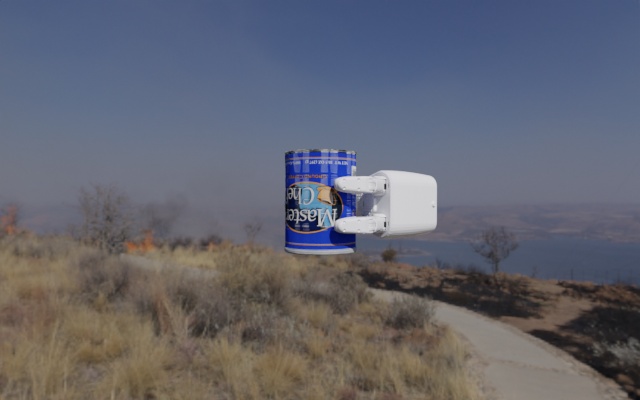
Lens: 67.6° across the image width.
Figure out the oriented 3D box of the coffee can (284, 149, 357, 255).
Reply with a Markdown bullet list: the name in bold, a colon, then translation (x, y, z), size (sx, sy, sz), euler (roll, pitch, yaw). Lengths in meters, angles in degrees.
- **coffee can**: translation (0.000, 0.002, 0.678), size (0.103, 0.140, 0.103), euler (0, 0, 0)
